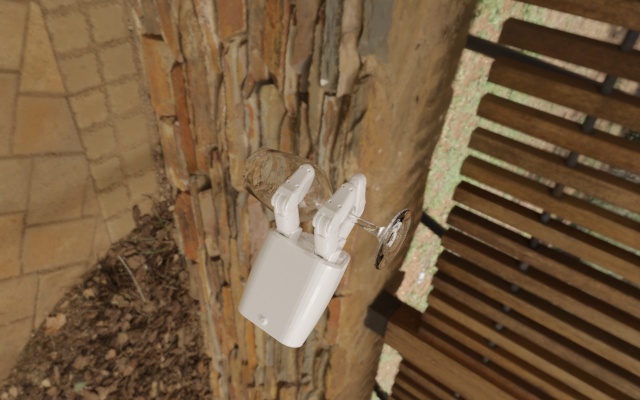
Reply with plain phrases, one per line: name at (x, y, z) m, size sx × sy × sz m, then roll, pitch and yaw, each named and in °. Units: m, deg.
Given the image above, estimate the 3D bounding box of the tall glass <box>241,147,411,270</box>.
tall glass at (0.001, 0.002, 0.562) m, size 0.201 × 0.079 × 0.079 m, roll 28°, pitch 13°, yaw 26°
